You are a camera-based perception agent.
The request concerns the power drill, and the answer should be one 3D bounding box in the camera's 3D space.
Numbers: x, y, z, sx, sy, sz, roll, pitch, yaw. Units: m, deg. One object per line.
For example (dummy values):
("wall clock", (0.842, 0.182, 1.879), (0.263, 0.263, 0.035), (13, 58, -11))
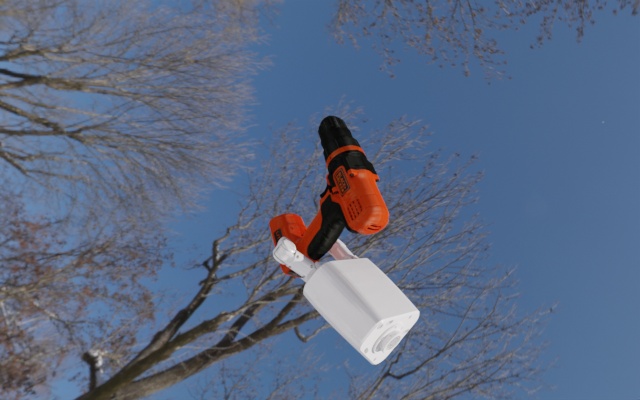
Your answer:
("power drill", (0.000, 0.003, 0.646), (0.057, 0.184, 0.188), (10, -44, -34))
